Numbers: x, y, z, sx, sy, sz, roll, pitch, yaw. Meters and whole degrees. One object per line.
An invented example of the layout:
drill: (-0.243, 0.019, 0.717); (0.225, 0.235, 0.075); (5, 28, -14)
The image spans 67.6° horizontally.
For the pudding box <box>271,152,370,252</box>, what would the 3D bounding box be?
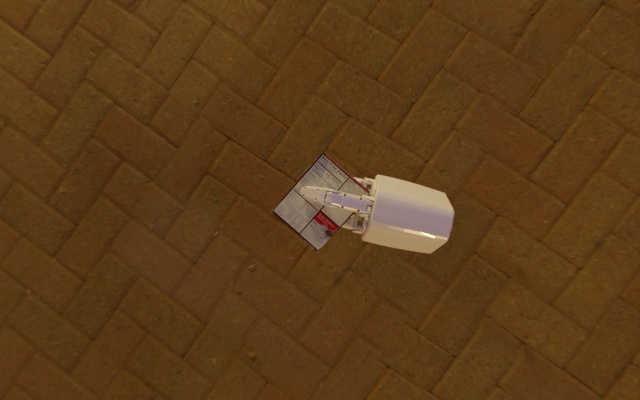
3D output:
pudding box: (0.000, 0.002, 0.671); (0.090, 0.113, 0.039); (42, 0, 0)
